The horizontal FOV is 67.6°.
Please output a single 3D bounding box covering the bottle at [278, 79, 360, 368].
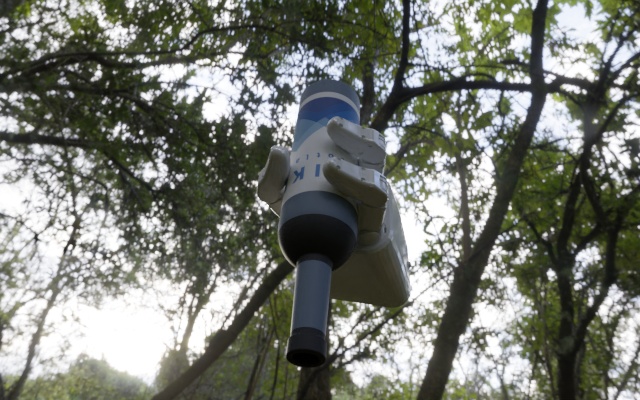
[{"bbox_3d":[0.000,0.001,0.424,0.069,0.295,0.069,3,-43,3],"label":"bottle"}]
